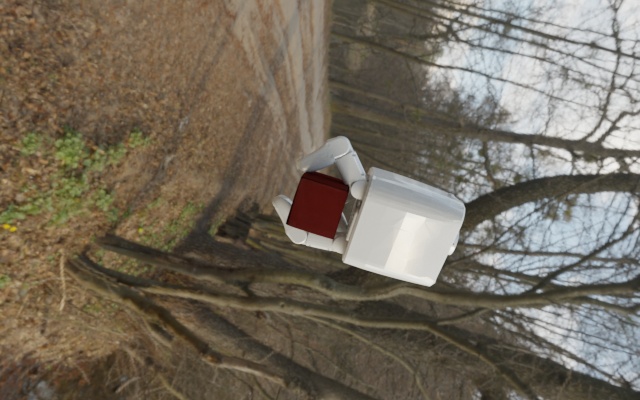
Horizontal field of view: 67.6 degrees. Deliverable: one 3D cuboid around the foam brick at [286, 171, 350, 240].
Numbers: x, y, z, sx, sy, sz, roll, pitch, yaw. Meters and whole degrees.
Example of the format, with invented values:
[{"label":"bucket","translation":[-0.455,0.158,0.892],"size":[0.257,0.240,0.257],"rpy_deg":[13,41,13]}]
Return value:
[{"label":"foam brick","translation":[0.000,0.002,0.506],"size":[0.051,0.053,0.078],"rpy_deg":[19,11,2]}]
